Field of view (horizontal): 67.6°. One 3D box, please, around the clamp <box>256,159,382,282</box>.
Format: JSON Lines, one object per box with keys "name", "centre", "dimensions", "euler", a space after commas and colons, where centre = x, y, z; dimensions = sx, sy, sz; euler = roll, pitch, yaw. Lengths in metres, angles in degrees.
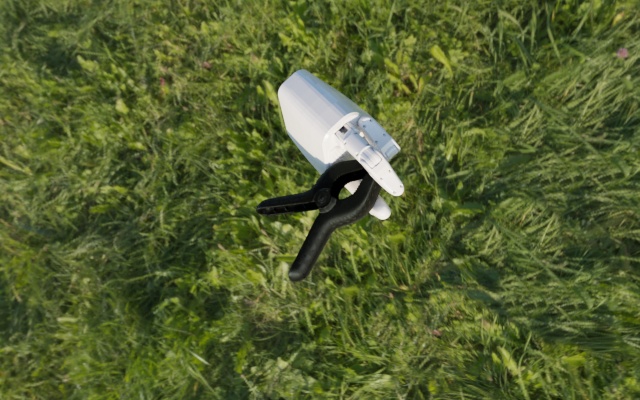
{"name": "clamp", "centre": [0.000, 0.002, 0.574], "dimensions": [0.120, 0.171, 0.039], "euler": [48, 1, 28]}
